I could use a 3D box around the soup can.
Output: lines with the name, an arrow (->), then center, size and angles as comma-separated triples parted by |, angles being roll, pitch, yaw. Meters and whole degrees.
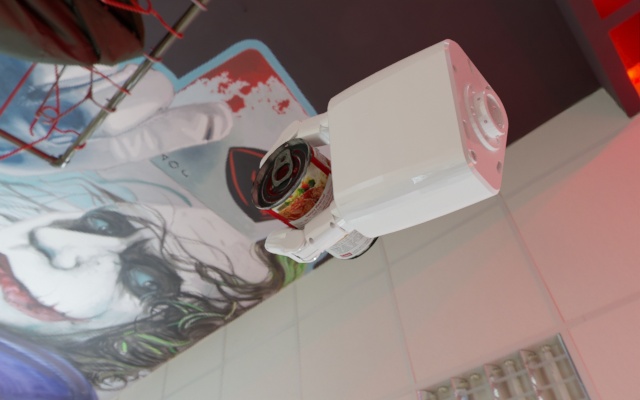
soup can -> 0.000, 0.002, 0.419 | 0.102, 0.068, 0.068 | 36, -22, -34
